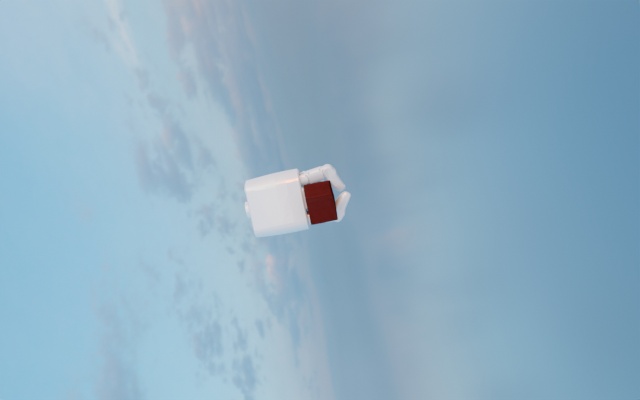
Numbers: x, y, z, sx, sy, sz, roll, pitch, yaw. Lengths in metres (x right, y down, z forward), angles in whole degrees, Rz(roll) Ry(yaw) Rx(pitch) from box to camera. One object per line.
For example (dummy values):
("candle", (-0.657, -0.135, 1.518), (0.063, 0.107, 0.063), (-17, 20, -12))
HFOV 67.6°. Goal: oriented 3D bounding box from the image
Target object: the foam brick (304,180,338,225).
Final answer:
("foam brick", (0.000, 0.003, 0.880), (0.051, 0.053, 0.078), (-11, 22, 0))
